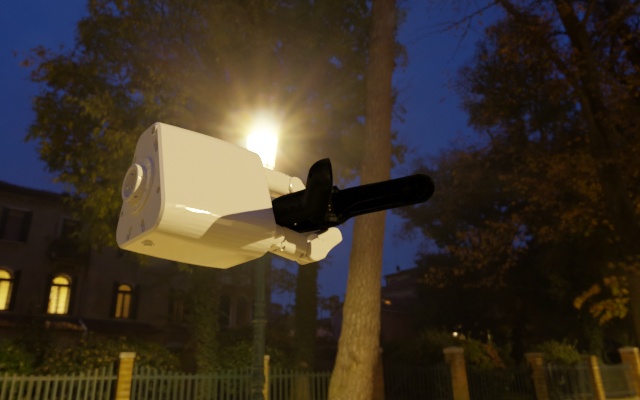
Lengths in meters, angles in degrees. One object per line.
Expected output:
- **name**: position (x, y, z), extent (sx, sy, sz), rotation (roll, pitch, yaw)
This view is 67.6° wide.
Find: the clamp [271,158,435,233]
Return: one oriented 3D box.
- **clamp**: position (0.000, 0.001, 0.425), extent (0.120, 0.039, 0.171), rotation (17, -28, -40)
